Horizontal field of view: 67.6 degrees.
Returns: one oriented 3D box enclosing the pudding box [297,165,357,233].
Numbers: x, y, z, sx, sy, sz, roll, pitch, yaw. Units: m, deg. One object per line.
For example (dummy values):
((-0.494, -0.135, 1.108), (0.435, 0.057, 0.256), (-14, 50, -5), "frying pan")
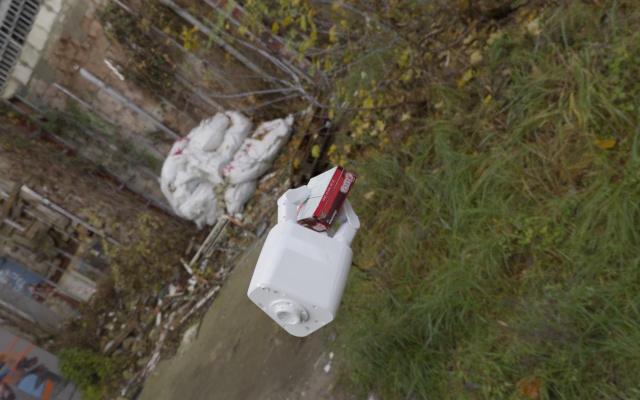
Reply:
((0.000, 0.002, 0.712), (0.039, 0.090, 0.113), (34, -19, -16), "pudding box")
